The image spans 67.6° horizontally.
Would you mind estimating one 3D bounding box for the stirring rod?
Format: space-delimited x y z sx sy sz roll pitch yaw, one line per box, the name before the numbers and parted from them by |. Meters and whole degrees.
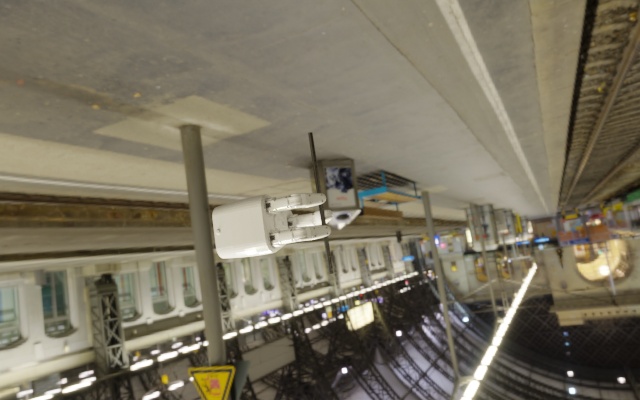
stirring rod | 0.000 0.003 0.801 0.011 0.239 0.011 -8 -7 -1
